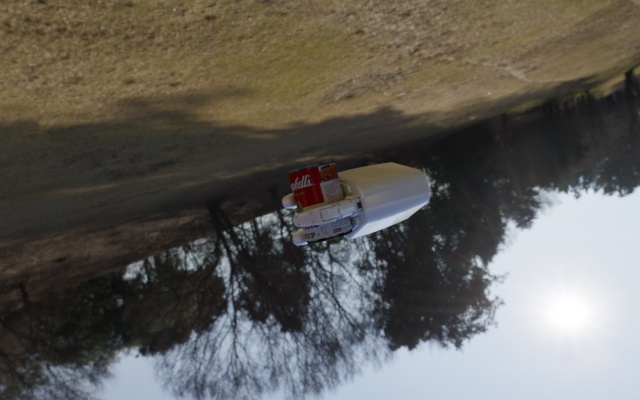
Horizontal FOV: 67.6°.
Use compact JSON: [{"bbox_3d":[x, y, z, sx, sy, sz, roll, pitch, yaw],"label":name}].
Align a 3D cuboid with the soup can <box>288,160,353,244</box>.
[{"bbox_3d":[0.000,0.003,0.659,0.068,0.102,0.068,-15,1,0],"label":"soup can"}]
